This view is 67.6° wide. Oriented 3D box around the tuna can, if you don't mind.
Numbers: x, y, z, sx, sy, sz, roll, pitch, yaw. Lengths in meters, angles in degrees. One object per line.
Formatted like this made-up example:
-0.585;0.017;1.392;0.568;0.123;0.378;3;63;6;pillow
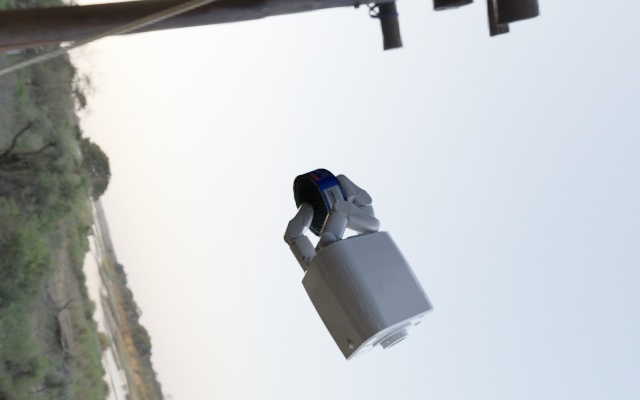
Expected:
0.001;0.002;0.615;0.033;0.086;0.086;-22;10;-26;tuna can
